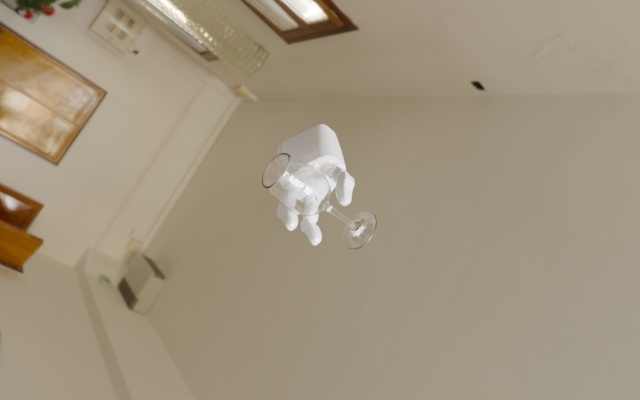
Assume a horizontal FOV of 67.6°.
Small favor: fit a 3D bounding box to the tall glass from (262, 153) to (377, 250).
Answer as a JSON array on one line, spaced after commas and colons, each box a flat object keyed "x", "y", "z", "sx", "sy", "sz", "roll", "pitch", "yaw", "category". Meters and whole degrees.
[{"x": 0.001, "y": 0.003, "z": 0.772, "sx": 0.201, "sy": 0.079, "sz": 0.079, "roll": 36, "pitch": -21, "yaw": -33, "category": "tall glass"}]
